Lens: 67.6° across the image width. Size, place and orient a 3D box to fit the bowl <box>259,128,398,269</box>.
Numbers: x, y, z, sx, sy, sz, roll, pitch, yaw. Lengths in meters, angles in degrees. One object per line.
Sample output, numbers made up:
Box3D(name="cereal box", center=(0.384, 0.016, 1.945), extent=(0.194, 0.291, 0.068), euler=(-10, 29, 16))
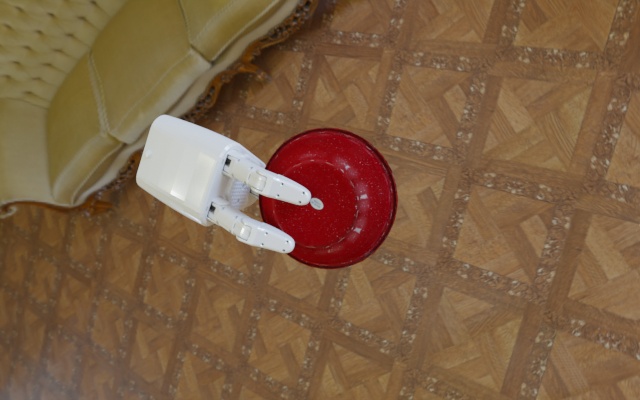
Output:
Box3D(name="bowl", center=(0.001, 0.002, 0.516), extent=(0.162, 0.162, 0.055), euler=(0, 6, 14))
